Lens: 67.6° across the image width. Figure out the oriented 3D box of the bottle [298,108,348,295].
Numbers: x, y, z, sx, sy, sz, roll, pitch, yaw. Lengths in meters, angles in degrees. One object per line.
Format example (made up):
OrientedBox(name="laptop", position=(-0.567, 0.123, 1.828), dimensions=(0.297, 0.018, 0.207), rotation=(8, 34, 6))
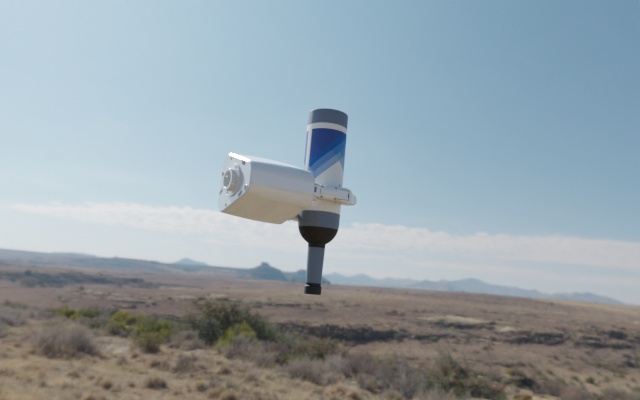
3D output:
OrientedBox(name="bottle", position=(0.000, 0.002, 0.773), dimensions=(0.069, 0.295, 0.069), rotation=(5, -9, 1))
